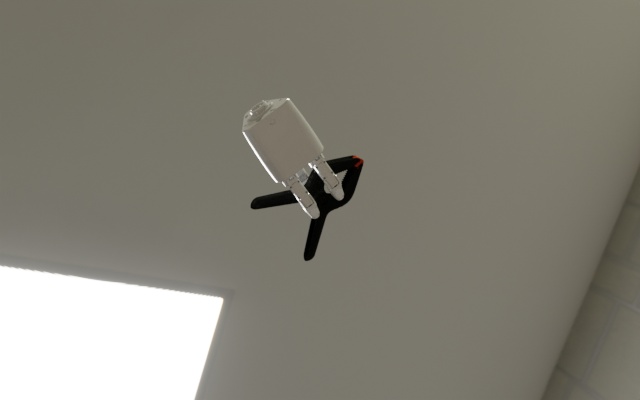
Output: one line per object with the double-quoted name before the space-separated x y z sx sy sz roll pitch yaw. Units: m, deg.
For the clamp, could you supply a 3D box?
"clamp" 0.000 0.002 0.866 0.210 0.165 0.036 -38 29 -6
